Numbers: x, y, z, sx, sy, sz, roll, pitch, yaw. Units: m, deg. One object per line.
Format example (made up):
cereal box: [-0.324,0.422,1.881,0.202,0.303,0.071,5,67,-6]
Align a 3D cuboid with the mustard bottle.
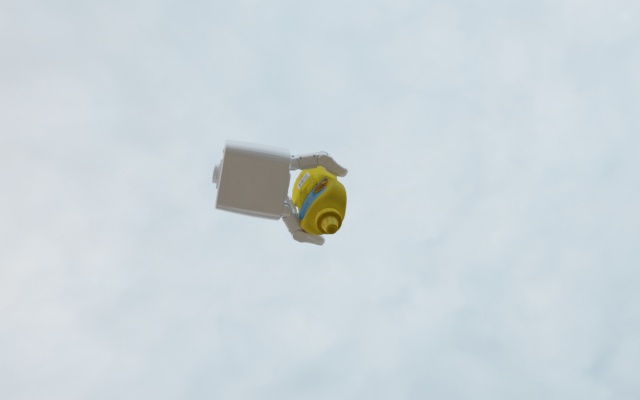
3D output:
mustard bottle: [0.000,0.003,0.786,0.058,0.096,0.191,32,15,-22]
